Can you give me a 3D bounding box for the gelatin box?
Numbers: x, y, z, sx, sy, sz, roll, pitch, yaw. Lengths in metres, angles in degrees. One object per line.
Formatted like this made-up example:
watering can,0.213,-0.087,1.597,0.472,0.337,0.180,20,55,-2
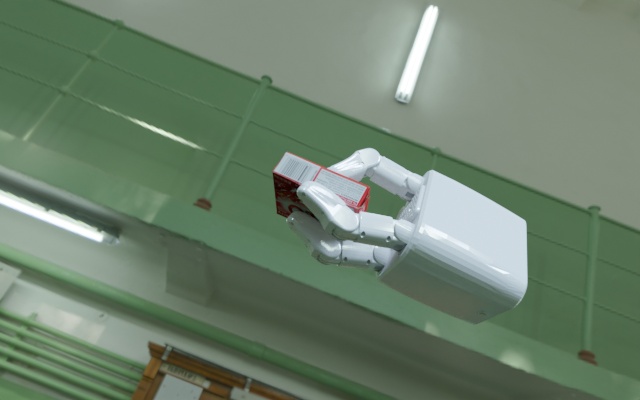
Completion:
gelatin box,0.000,0.001,0.452,0.089,0.030,0.073,24,-30,13
